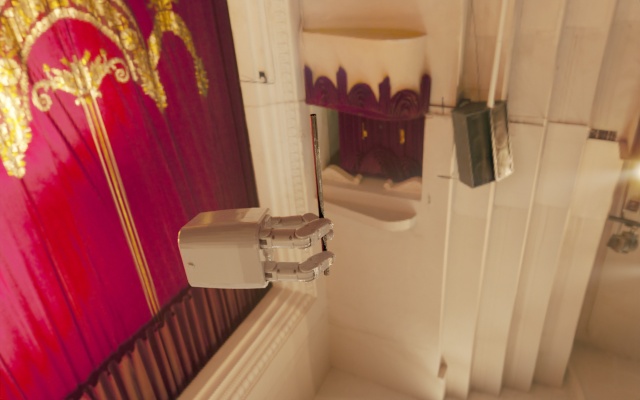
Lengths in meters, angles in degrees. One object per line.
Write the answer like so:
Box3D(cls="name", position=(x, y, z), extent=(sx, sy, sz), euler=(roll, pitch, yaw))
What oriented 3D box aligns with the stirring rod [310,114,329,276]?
Box3D(cls="stirring rod", position=(0.000, 0.002, 0.627), extent=(0.011, 0.240, 0.011), euler=(-4, 30, 2))
